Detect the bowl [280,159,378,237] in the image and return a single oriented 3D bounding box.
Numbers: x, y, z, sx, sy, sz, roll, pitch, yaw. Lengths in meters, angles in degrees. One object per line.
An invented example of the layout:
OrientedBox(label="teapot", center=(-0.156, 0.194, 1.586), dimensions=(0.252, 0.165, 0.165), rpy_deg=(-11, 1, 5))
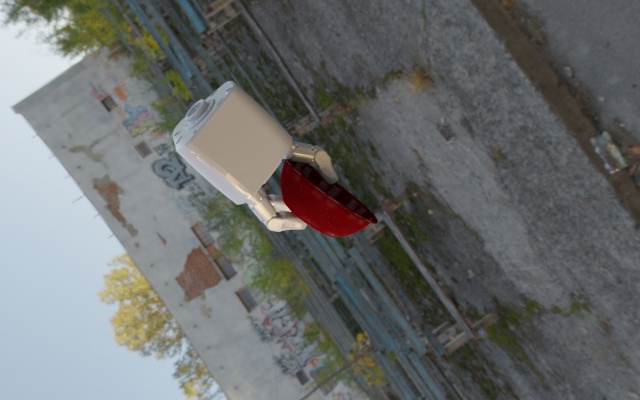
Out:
OrientedBox(label="bowl", center=(0.001, 0.003, 0.668), dimensions=(0.162, 0.055, 0.162), rpy_deg=(34, 10, -7))
